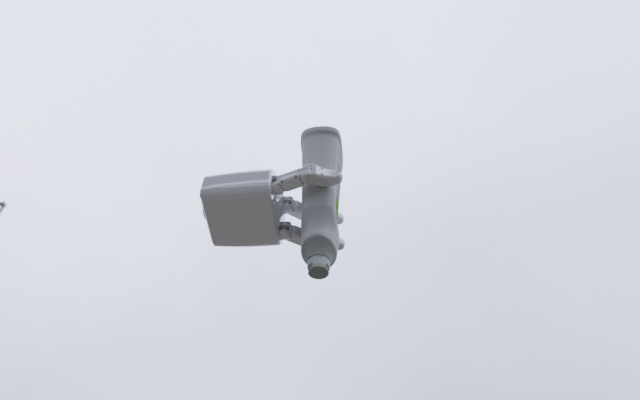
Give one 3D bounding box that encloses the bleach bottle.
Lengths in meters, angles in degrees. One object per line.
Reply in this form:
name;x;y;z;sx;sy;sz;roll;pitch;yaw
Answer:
bleach bottle;0.000;0.002;0.716;0.068;0.103;0.250;-4;44;6
